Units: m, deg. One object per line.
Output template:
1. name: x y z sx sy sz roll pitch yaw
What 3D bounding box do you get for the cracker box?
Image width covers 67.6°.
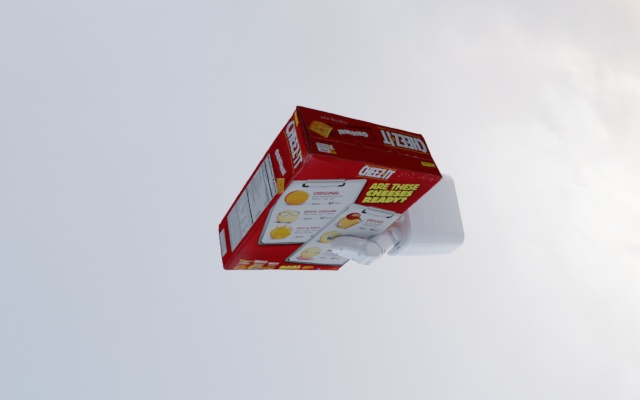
1. cracker box: 0.000 0.002 0.535 0.164 0.072 0.214 6 -38 -33
